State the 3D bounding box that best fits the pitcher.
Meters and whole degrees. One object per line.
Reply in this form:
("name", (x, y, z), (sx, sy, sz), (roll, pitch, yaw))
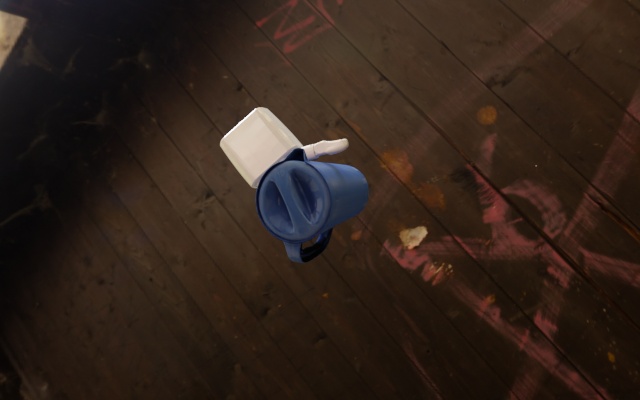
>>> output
("pitcher", (0.000, 0.003, 0.850), (0.149, 0.145, 0.243), (-45, -13, 20))
